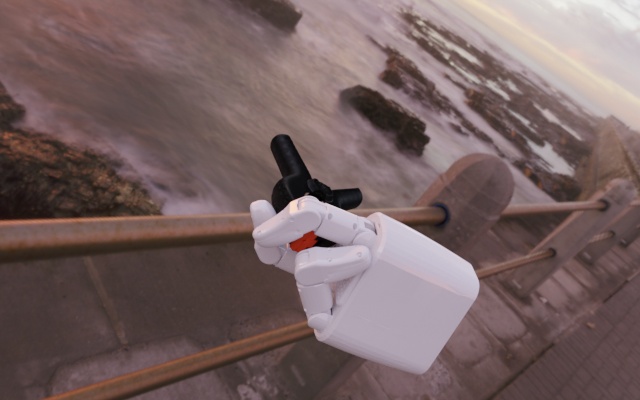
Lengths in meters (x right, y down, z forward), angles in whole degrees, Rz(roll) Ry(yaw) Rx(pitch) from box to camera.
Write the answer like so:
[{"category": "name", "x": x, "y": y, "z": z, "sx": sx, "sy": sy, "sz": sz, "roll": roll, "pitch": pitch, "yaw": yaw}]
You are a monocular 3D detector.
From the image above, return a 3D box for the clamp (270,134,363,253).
[{"category": "clamp", "x": 0.000, "y": 0.001, "z": 0.471, "sx": 0.120, "sy": 0.039, "sz": 0.171, "roll": 27, "pitch": 28, "yaw": -18}]
